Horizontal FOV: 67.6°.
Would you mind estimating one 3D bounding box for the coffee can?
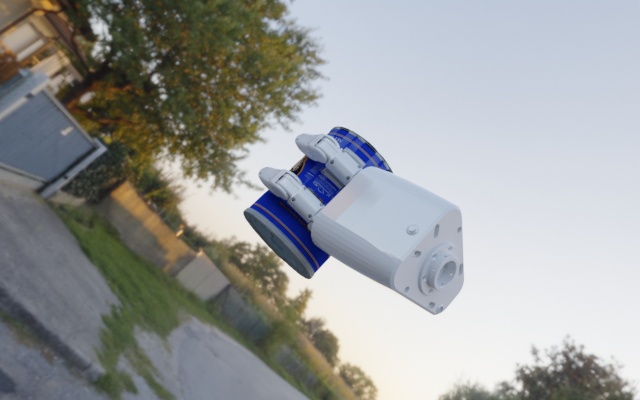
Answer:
[{"bbox_3d":[0.000,0.002,0.530,0.140,0.103,0.103,-45,14,-15],"label":"coffee can"}]
